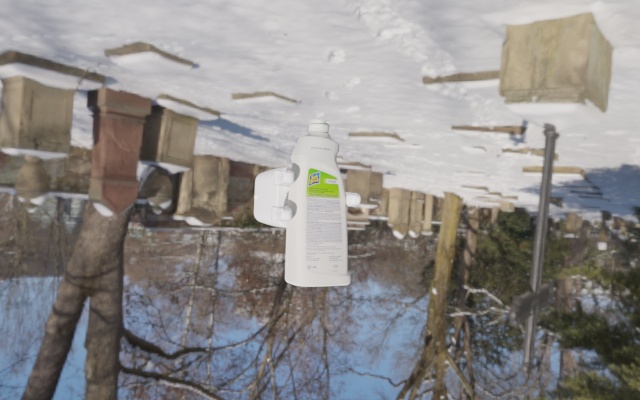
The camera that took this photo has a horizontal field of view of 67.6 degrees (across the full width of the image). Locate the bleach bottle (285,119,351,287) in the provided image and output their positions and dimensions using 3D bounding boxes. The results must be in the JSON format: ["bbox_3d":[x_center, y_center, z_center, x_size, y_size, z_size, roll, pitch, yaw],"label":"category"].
[{"bbox_3d":[0.000,0.002,0.737,0.102,0.251,0.068,4,-1,-30],"label":"bleach bottle"}]
